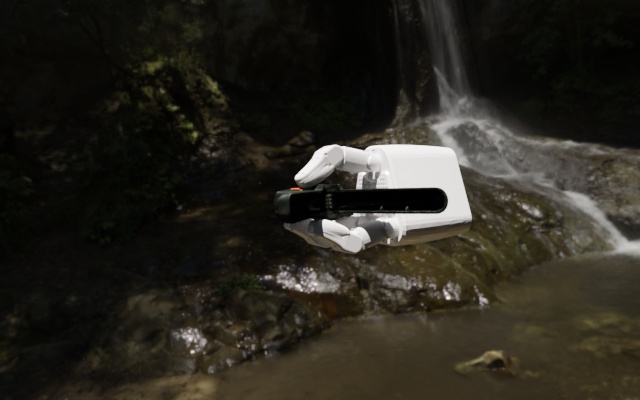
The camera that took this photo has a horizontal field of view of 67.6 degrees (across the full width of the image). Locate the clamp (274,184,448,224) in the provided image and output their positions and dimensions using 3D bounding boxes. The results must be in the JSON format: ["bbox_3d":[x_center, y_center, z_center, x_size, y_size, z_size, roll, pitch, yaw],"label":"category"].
[{"bbox_3d":[0.000,0.001,0.492,0.164,0.036,0.210,-2,2,-29],"label":"clamp"}]
